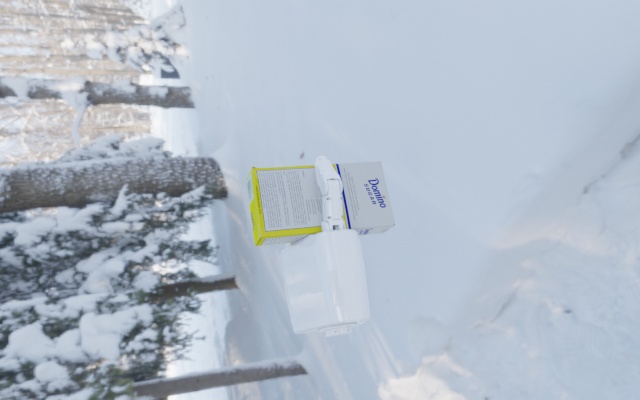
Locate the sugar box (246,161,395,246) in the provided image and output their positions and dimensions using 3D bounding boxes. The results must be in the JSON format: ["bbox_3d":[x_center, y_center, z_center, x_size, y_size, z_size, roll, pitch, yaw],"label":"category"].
[{"bbox_3d":[0.000,0.002,0.609,0.176,0.093,0.048,-3,-19,-20],"label":"sugar box"}]
